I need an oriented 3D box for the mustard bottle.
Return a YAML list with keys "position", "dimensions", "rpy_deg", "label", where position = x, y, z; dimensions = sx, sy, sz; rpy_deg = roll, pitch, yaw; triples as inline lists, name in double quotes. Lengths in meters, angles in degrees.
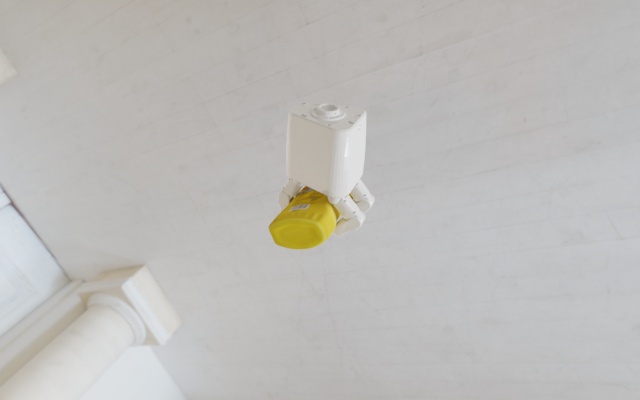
- position: [0.000, 0.003, 0.765]
  dimensions: [0.096, 0.058, 0.191]
  rpy_deg: [-9, 26, 30]
  label: "mustard bottle"
